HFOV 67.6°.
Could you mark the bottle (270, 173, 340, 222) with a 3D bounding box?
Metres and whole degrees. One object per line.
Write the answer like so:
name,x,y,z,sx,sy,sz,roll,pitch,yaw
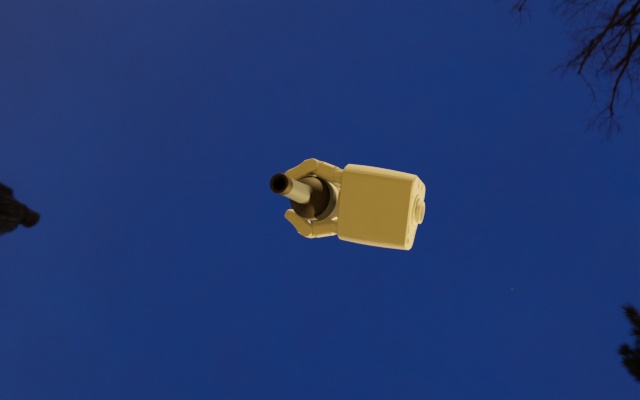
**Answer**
bottle,0.000,0.003,0.750,0.069,0.069,0.296,0,-10,22
